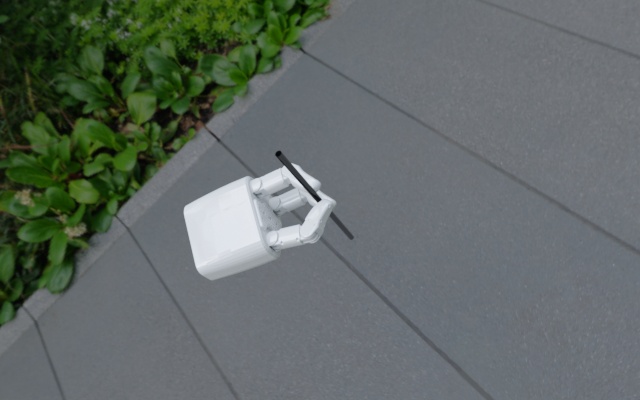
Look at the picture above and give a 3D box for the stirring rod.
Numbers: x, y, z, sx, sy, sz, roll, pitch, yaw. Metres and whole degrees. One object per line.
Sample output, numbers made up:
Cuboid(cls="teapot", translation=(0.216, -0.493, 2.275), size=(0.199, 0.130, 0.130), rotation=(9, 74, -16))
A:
Cuboid(cls="stirring rod", translation=(0.000, 0.002, 0.626), size=(0.011, 0.011, 0.240), rotation=(0, -27, 26))
